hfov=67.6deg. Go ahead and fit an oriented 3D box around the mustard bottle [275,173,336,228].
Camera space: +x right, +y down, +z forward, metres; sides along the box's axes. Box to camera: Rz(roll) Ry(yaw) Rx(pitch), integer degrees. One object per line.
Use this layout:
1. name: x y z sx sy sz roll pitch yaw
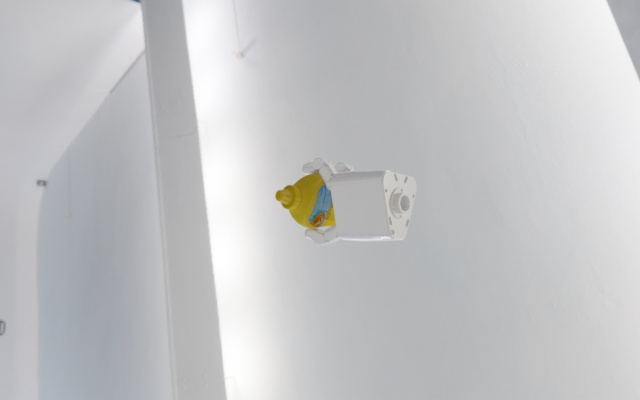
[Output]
1. mustard bottle: 0.000 0.003 0.839 0.191 0.096 0.058 9 17 -44
